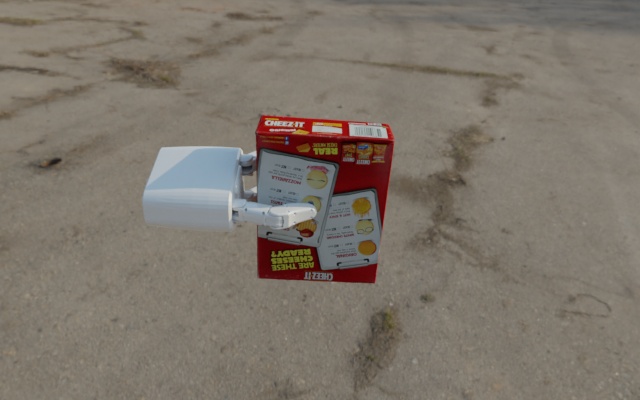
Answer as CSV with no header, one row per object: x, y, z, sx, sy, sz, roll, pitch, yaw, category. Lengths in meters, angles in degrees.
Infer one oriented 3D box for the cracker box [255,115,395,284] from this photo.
0.000,0.002,0.626,0.164,0.214,0.072,3,30,-1,cracker box
